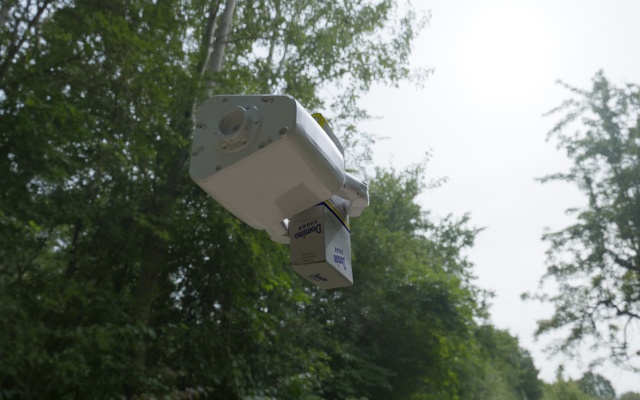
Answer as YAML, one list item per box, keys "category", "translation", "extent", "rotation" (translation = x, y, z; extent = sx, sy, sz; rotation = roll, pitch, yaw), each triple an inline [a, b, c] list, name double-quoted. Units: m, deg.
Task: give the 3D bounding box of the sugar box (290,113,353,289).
- category: "sugar box"
  translation: [0.000, 0.002, 0.536]
  extent: [0.048, 0.176, 0.093]
  rotation: [-9, -28, 19]
